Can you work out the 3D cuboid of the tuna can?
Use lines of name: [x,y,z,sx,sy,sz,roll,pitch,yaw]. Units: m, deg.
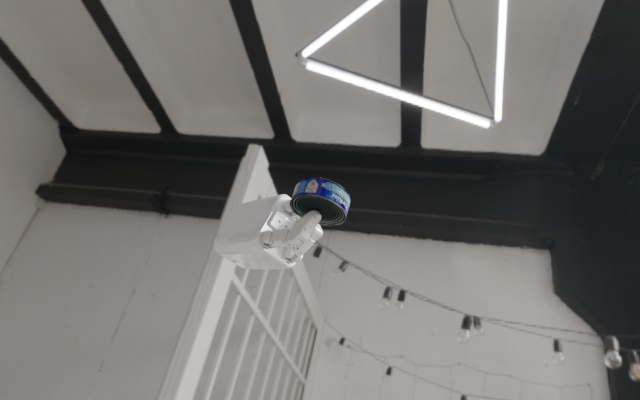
tuna can: [0.000,0.002,0.701,0.086,0.033,0.086,13,-28,7]
